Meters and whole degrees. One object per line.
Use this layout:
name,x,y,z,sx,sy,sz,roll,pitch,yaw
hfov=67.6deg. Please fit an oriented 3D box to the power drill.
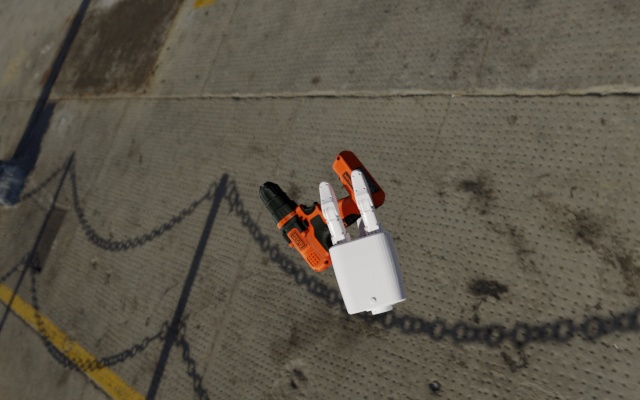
power drill,0.001,0.003,0.800,0.188,0.184,0.057,-42,-6,30
